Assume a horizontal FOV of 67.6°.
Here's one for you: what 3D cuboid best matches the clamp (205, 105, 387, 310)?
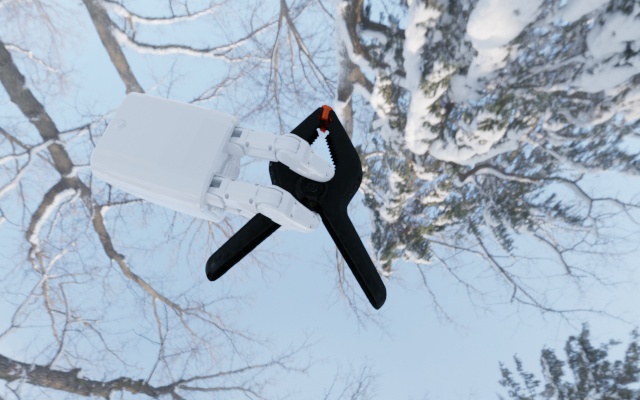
[{"bbox_3d":[0.000,0.001,0.468,0.164,0.210,0.036,17,-26,1],"label":"clamp"}]
